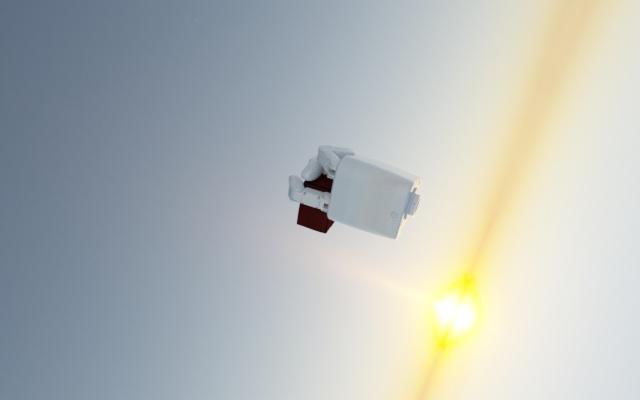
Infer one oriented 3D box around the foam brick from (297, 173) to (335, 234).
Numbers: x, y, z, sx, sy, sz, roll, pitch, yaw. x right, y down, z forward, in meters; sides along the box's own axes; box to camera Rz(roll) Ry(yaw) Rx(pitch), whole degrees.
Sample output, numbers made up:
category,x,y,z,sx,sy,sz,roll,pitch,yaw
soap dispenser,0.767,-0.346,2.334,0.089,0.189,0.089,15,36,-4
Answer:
category,x,y,z,sx,sy,sz,roll,pitch,yaw
foam brick,0.000,0.003,0.741,0.051,0.078,0.053,18,29,13
